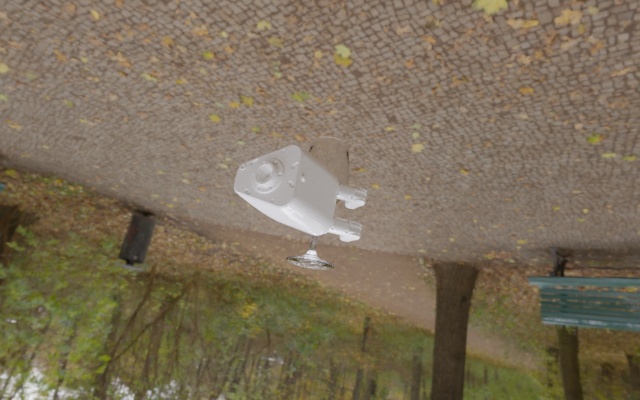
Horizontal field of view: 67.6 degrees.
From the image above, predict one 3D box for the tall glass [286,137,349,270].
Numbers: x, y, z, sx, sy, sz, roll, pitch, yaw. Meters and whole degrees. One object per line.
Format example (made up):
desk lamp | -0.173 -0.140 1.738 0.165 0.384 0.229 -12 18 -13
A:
tall glass | 0.000 0.003 0.753 0.079 0.201 0.079 9 -18 3
